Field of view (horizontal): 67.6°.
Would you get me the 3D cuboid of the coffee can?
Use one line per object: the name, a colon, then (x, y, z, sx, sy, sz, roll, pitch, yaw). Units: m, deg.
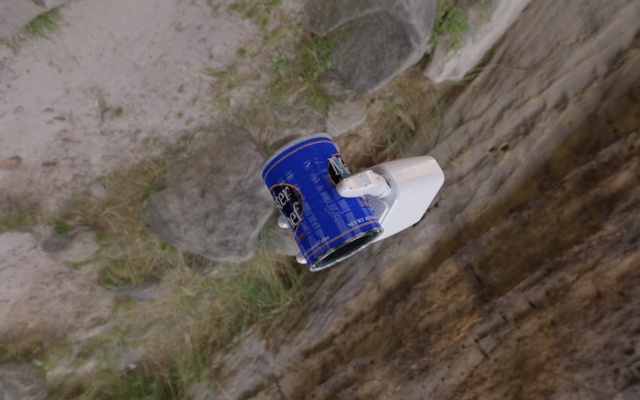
coffee can: (0.000, 0.002, 0.594, 0.103, 0.140, 0.103, -27, -16, -8)
